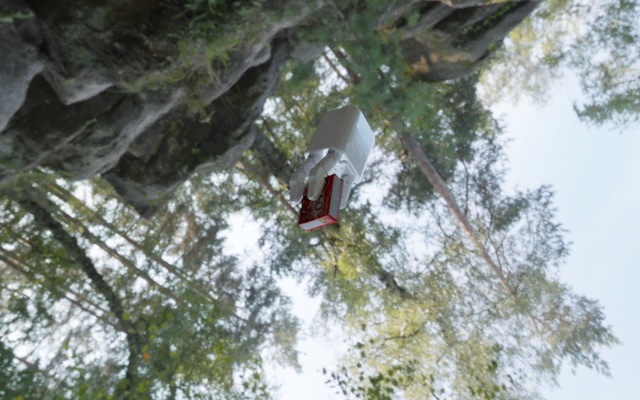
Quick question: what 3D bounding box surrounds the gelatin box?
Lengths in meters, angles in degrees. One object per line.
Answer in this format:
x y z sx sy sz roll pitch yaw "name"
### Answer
0.000 0.003 0.842 0.073 0.089 0.030 -19 -41 38 "gelatin box"
